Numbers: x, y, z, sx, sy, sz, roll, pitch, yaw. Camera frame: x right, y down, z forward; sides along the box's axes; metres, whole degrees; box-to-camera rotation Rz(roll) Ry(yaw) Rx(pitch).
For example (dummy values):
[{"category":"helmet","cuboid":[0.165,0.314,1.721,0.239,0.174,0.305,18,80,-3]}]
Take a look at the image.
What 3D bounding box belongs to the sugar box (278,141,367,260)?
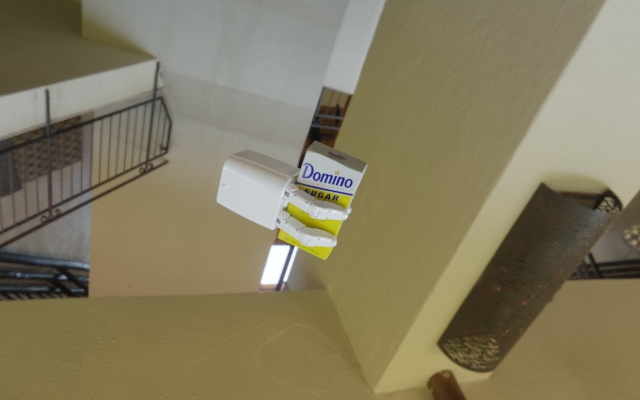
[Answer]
[{"category":"sugar box","cuboid":[0.000,0.003,0.766,0.093,0.176,0.048,23,33,6]}]
